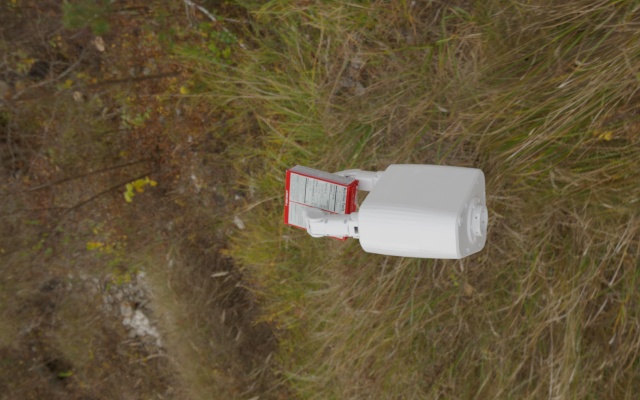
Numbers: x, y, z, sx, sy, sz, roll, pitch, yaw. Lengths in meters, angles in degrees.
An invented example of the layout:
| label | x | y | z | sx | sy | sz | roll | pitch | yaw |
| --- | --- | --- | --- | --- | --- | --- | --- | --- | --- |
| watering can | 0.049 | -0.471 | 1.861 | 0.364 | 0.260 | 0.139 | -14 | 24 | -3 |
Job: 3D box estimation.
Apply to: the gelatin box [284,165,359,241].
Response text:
| label | x | y | z | sx | sy | sz | roll | pitch | yaw |
| --- | --- | --- | --- | --- | --- | --- | --- | --- | --- |
| gelatin box | 0.000 | 0.002 | 0.586 | 0.089 | 0.073 | 0.030 | 15 | 26 | 23 |
